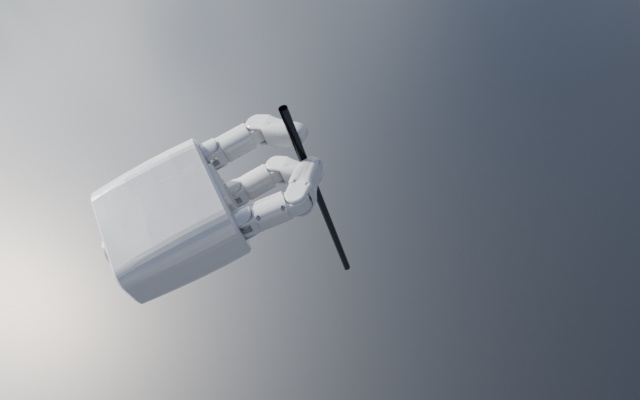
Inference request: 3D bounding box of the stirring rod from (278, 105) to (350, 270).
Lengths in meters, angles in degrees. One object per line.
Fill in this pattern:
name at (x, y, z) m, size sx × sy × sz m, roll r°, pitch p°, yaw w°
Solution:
stirring rod at (0.000, 0.002, 0.479) m, size 0.011 × 0.011 × 0.240 m, roll 0°, pitch -40°, yaw 20°
